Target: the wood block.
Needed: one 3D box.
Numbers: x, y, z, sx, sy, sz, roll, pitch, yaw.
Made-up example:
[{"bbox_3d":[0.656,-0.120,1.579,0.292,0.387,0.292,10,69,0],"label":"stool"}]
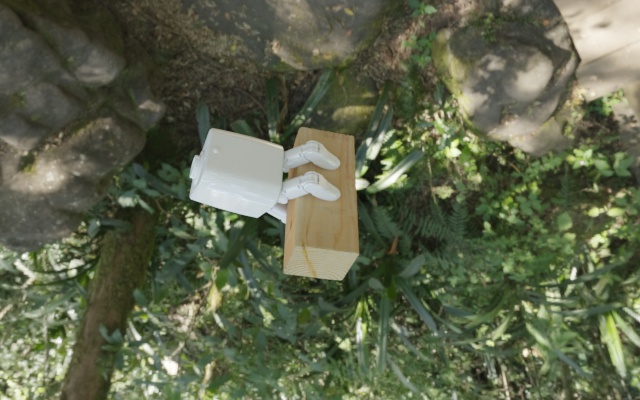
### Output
[{"bbox_3d":[0.000,0.003,0.712,0.090,0.206,0.091,8,-34,-11],"label":"wood block"}]
